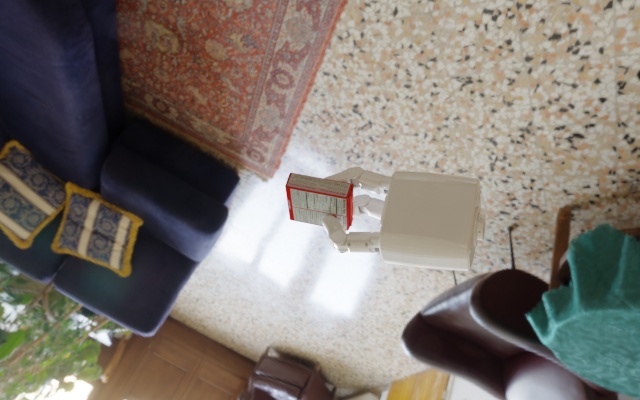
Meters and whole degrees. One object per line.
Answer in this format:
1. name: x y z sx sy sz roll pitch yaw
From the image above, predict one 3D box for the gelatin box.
1. gelatin box: 0.000 0.002 0.647 0.089 0.030 0.073 10 -38 11
